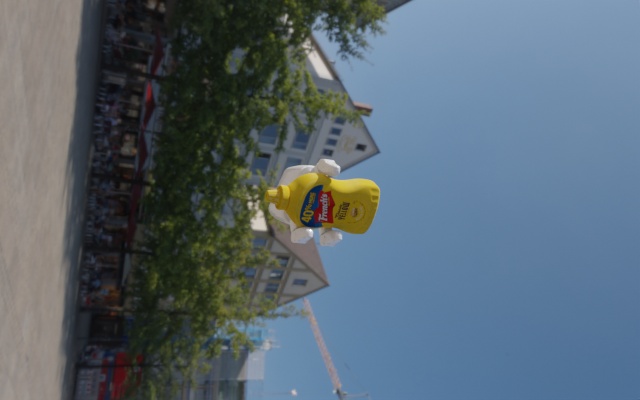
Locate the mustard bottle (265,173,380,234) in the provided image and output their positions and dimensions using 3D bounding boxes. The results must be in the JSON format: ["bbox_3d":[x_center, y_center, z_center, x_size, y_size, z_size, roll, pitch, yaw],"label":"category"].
[{"bbox_3d":[0.000,0.003,0.805,0.191,0.096,0.058,7,26,-23],"label":"mustard bottle"}]
